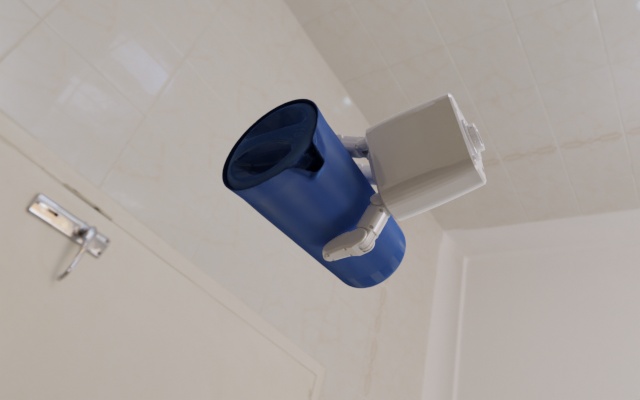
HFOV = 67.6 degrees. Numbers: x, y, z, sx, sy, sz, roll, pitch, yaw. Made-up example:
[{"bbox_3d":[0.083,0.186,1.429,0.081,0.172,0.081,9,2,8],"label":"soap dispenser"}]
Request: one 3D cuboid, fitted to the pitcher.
[{"bbox_3d":[0.000,0.002,0.595,0.145,0.149,0.243,-25,-51,23],"label":"pitcher"}]
